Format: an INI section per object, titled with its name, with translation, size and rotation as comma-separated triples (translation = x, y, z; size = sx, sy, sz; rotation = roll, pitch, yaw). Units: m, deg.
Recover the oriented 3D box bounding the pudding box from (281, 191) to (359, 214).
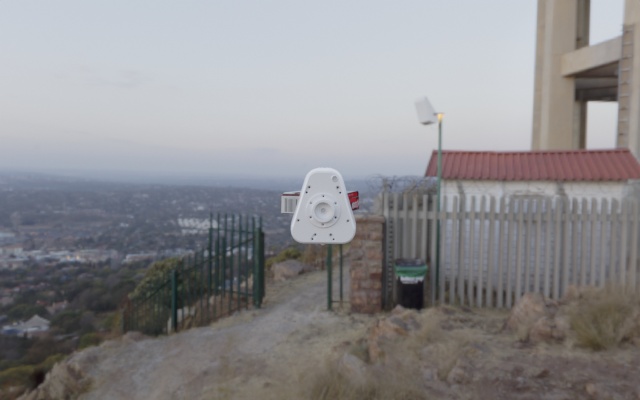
[pudding box]
translation = 0.000, 0.003, 0.841
size = 0.113, 0.039, 0.090
rotation = 4, 7, 29
